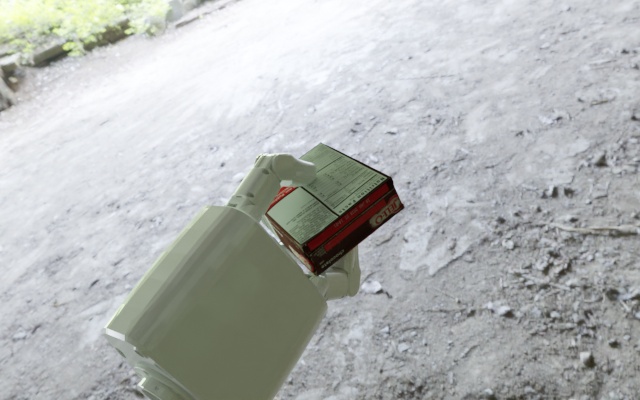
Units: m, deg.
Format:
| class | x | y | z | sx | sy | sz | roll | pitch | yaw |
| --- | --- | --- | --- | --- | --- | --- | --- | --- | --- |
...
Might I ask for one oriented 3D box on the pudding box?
| class | x | y | z | sx | sy | sz | roll | pitch | yaw |
| --- | --- | --- | --- | --- | --- | --- | --- | --- | --- |
| pudding box | 0.000 | 0.001 | 0.401 | 0.090 | 0.039 | 0.113 | -36 | 36 | -13 |
